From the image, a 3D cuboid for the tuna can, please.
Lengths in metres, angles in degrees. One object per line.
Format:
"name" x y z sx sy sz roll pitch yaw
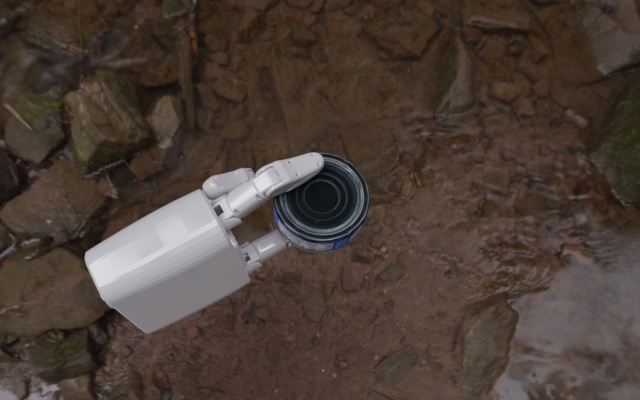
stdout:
"tuna can" 0.000 0.001 0.425 0.086 0.086 0.034 0 -22 -5
